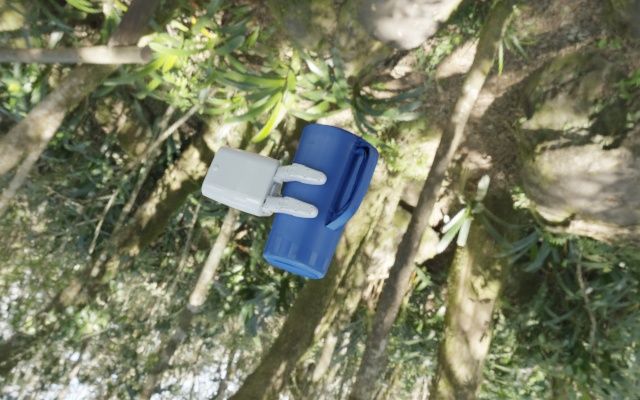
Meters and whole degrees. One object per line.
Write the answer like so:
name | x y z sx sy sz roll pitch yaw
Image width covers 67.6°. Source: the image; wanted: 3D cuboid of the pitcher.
pitcher | 0.000 0.003 0.801 0.145 0.242 0.149 18 -15 7
